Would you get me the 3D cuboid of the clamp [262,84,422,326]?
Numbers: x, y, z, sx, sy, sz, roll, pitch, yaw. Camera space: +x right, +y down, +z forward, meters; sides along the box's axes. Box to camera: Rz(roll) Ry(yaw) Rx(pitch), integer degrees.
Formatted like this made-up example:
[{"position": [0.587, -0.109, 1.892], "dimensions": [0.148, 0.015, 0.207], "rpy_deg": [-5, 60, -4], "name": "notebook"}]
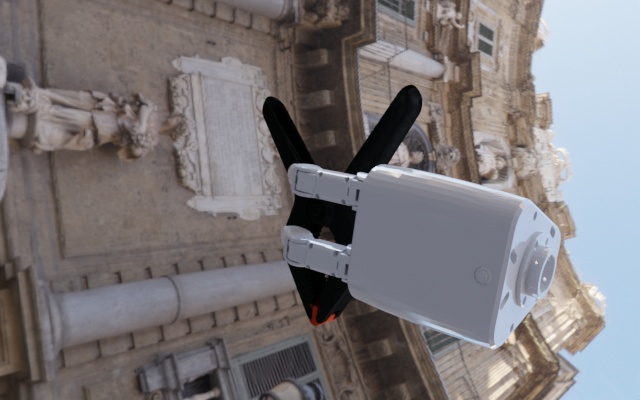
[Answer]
[{"position": [0.001, 0.002, 0.421], "dimensions": [0.164, 0.210, 0.036], "rpy_deg": [15, 12, 40], "name": "clamp"}]
